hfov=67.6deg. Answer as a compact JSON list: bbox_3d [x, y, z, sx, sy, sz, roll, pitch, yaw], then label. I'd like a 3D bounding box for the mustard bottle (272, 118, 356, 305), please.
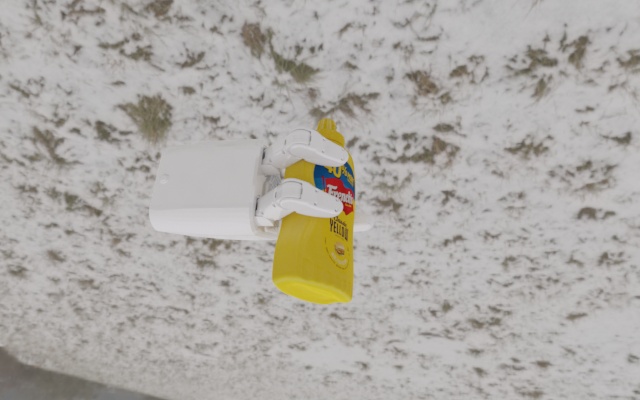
[{"bbox_3d":[0.000,0.002,0.483,0.058,0.191,0.096,-13,-30,33],"label":"mustard bottle"}]
